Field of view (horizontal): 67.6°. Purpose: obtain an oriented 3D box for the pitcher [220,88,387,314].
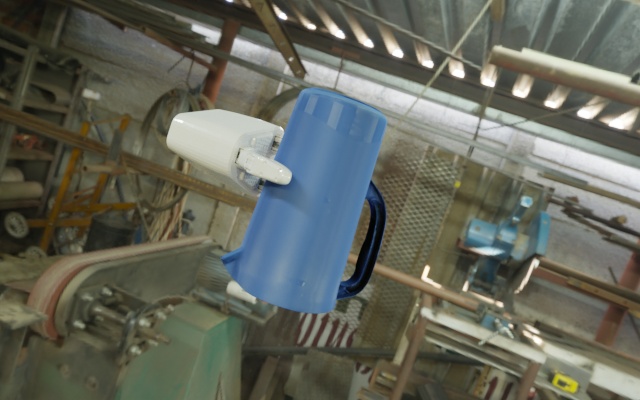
[{"bbox_3d":[0.000,0.002,0.569,0.145,0.243,0.149,22,6,24],"label":"pitcher"}]
